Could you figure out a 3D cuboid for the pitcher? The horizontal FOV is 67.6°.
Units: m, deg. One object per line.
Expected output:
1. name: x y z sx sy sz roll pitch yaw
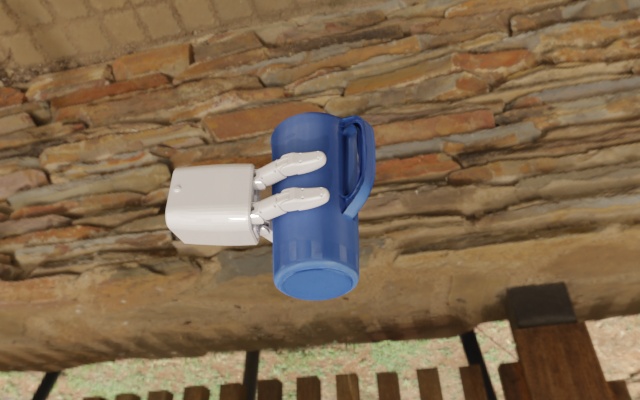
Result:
1. pitcher: 0.000 0.002 0.652 0.145 0.242 0.149 0 -35 -2
